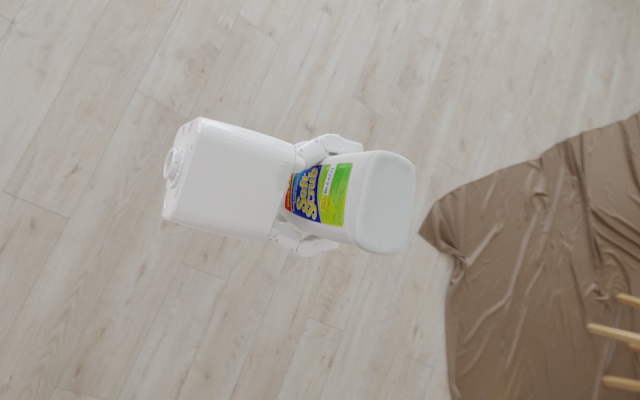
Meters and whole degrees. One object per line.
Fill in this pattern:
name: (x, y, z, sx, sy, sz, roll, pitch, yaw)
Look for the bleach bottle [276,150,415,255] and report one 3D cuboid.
bleach bottle: (0.000, 0.002, 0.556, 0.068, 0.102, 0.251, 15, -8, -30)
